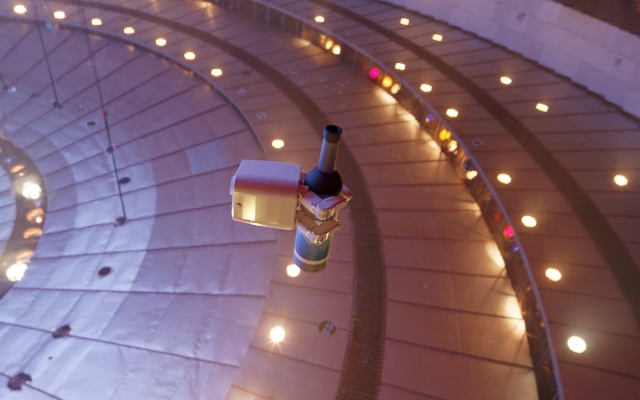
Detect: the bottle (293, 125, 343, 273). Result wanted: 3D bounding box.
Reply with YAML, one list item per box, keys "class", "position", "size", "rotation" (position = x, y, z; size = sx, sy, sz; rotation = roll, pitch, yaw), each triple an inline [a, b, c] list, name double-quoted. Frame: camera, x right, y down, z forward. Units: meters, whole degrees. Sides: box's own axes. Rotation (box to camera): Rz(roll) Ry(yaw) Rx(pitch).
- class: "bottle"
  position: [0.000, 0.003, 0.820]
  size: [0.069, 0.296, 0.069]
  rotation: [6, 40, -5]
